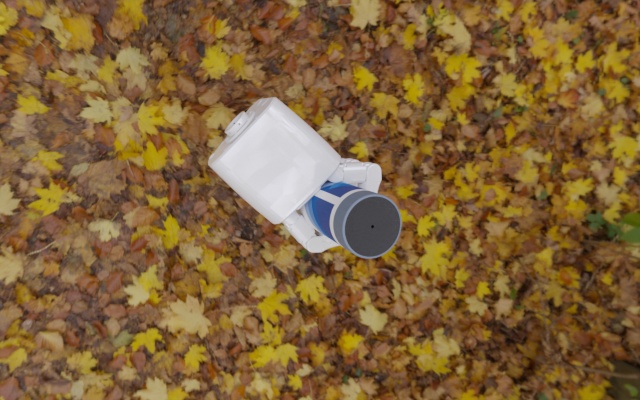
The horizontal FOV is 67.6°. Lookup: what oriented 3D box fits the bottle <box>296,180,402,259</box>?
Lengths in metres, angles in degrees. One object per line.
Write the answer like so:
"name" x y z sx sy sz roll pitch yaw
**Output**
"bottle" 0.000 0.002 0.611 0.069 0.069 0.295 0 9 -21
